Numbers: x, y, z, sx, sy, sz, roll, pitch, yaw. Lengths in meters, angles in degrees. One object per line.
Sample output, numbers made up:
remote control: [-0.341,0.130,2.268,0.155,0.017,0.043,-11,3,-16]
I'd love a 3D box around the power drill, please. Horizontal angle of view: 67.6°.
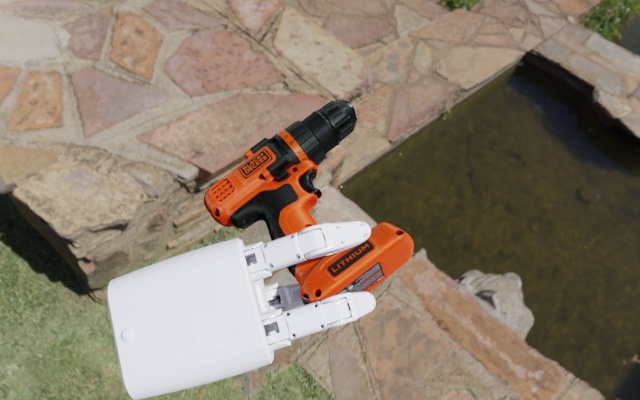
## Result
power drill: [0.000,0.002,0.456,0.187,0.184,0.057,48,-6,34]
